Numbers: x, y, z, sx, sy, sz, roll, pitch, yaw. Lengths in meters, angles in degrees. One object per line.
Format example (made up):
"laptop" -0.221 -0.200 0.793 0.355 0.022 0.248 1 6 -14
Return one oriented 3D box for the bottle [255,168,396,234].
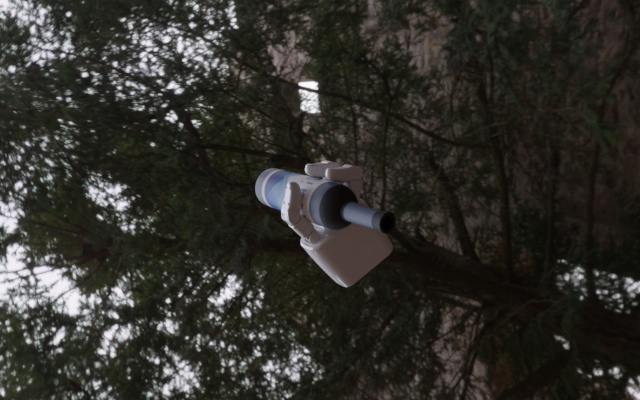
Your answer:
"bottle" 0.000 0.002 0.710 0.069 0.069 0.295 0 10 -35
